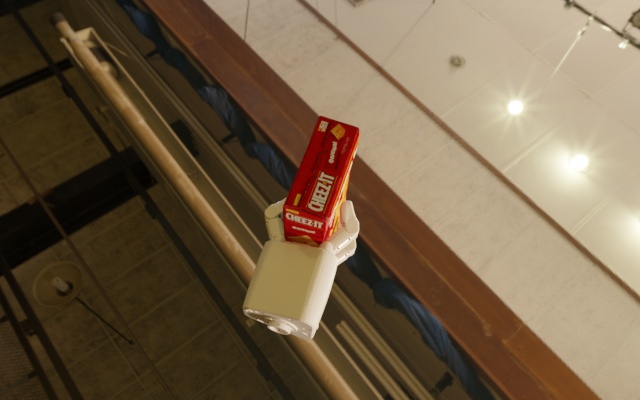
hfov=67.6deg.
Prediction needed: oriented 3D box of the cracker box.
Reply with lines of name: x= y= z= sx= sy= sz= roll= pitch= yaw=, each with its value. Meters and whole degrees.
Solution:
cracker box: x=0.000 y=0.002 z=0.747 sx=0.072 sy=0.164 sz=0.214 roll=17 pitch=-29 yaw=5
